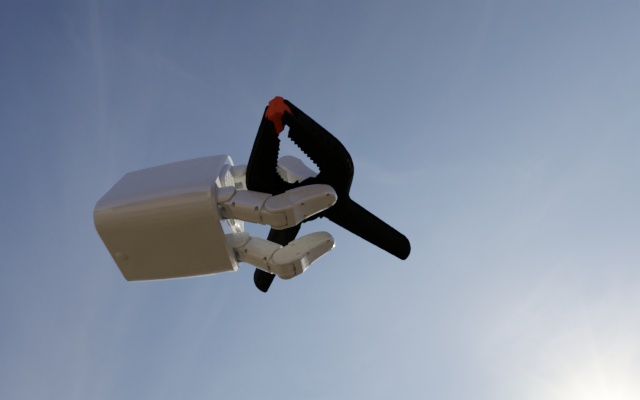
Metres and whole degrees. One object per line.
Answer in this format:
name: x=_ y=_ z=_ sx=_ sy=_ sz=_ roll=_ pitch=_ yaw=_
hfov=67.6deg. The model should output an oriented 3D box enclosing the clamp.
clamp: x=0.000 y=0.001 z=0.437 sx=0.164 sy=0.210 sz=0.036 roll=-9 pitch=40 yaw=0
